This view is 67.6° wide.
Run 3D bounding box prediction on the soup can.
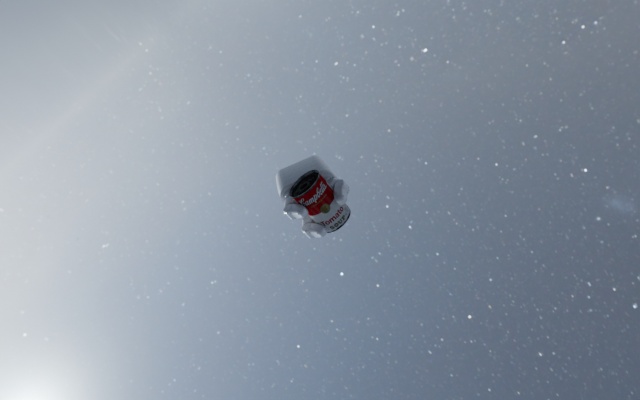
[{"bbox_3d":[0.000,0.003,0.879,0.102,0.068,0.068,48,-26,-26],"label":"soup can"}]
